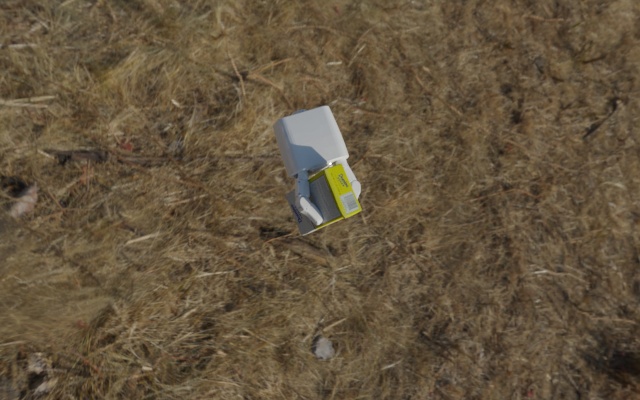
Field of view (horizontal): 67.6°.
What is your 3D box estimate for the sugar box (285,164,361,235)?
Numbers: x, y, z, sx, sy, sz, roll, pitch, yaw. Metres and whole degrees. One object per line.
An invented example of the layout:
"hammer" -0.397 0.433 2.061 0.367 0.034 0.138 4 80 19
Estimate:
"sugar box" 0.001 0.003 0.900 0.048 0.093 0.176 -21 -3 -28
